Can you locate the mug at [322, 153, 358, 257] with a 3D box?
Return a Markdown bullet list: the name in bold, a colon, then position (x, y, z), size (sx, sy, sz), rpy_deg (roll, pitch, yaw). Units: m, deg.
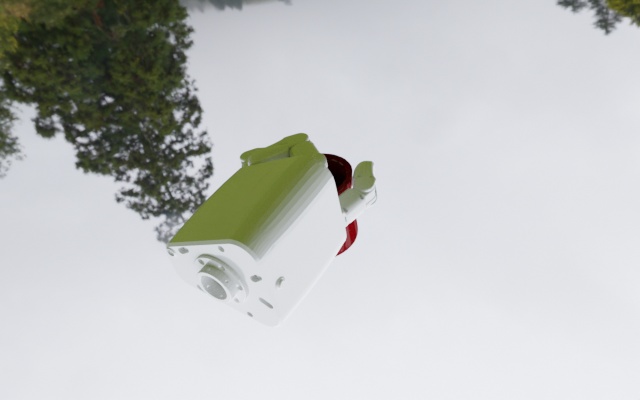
- **mug**: position (0.001, 0.001, 0.510), size (0.093, 0.082, 0.117), rpy_deg (10, 41, 31)
